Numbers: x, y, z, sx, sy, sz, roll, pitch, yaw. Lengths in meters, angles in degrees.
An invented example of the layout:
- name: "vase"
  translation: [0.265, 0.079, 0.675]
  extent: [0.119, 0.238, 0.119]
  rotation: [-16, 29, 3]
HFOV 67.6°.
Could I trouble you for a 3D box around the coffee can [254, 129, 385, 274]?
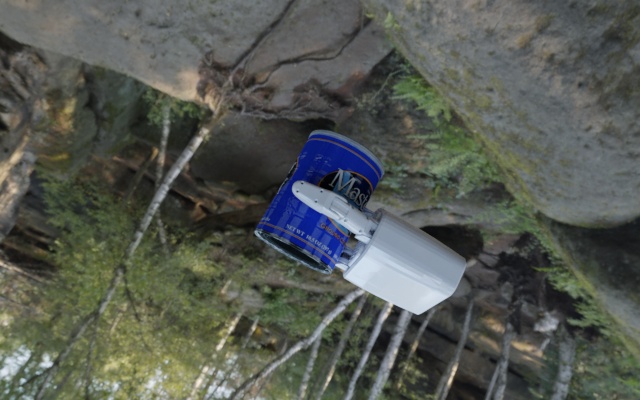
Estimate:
- name: "coffee can"
  translation: [0.000, 0.002, 0.571]
  extent: [0.103, 0.140, 0.103]
  rotation: [27, -14, 7]
